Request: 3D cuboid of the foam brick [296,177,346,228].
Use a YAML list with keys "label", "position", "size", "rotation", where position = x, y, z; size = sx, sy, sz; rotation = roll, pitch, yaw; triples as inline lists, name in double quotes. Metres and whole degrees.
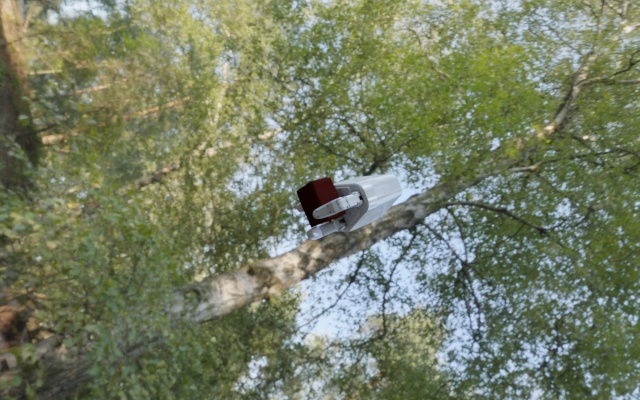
- label: "foam brick"
  position: [0.000, 0.003, 0.893]
  size: [0.051, 0.078, 0.053]
  rotation: [-18, -6, -40]
